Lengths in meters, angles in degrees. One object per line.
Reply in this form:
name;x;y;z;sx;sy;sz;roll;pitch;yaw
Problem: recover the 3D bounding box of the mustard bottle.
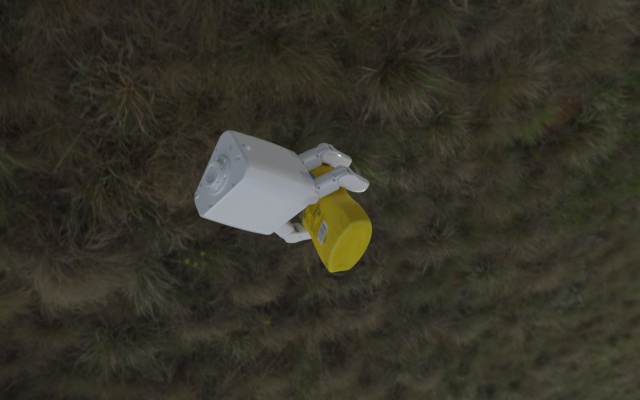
mustard bottle;0.000;0.002;0.677;0.058;0.096;0.191;-5;43;-28
